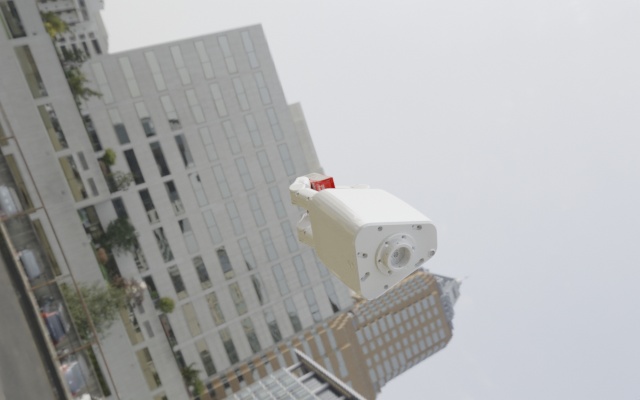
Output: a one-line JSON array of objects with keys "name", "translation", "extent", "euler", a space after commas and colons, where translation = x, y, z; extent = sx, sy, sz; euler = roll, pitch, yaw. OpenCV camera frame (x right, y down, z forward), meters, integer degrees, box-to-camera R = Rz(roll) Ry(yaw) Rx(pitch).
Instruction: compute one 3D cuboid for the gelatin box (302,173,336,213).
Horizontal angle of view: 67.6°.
[{"name": "gelatin box", "translation": [0.000, 0.002, 0.670], "extent": [0.030, 0.073, 0.089], "euler": [-17, 12, -14]}]
